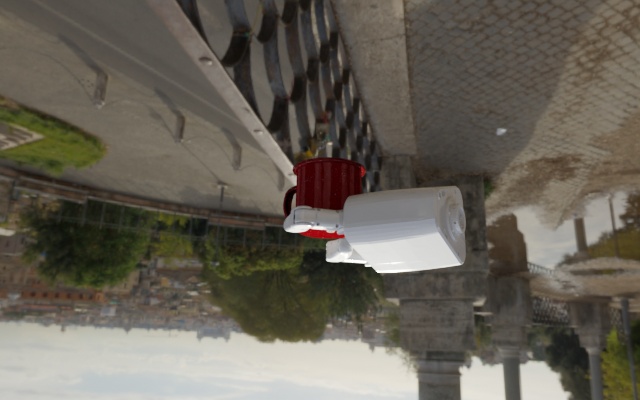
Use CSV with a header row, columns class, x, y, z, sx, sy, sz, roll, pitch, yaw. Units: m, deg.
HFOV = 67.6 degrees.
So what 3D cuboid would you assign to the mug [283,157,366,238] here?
class,x,y,z,sx,sy,sz,roll,pitch,yaw
mug,-0.001,0.002,0.602,0.117,0.081,0.093,-9,-19,32
